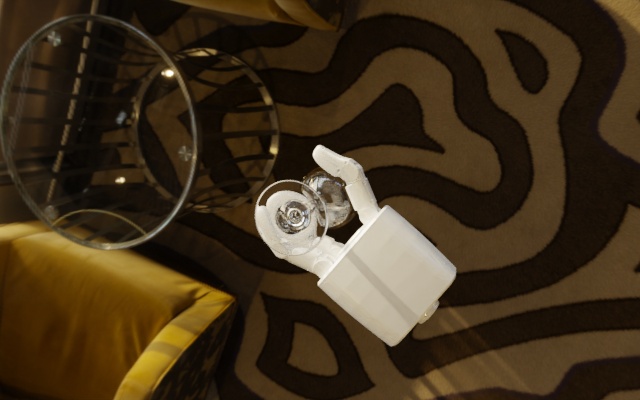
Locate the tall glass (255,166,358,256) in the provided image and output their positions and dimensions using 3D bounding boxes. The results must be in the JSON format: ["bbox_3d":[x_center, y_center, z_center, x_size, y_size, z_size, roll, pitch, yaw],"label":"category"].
[{"bbox_3d":[0.000,0.002,0.549,0.079,0.079,0.201,0,9,17],"label":"tall glass"}]
